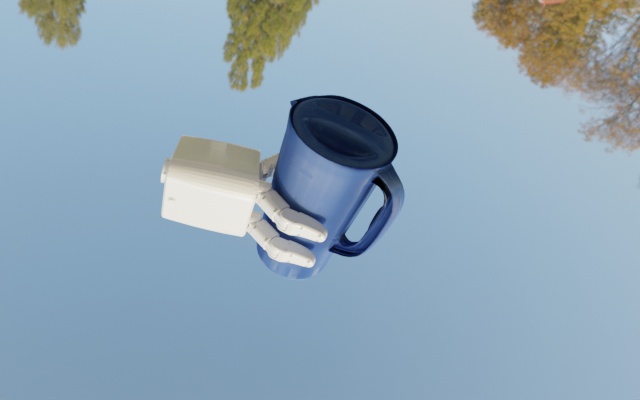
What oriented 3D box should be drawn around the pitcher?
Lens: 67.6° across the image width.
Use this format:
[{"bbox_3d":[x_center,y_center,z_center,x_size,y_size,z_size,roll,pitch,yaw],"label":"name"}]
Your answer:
[{"bbox_3d":[0.000,0.002,0.617,0.145,0.149,0.243,12,-47,-12],"label":"pitcher"}]
